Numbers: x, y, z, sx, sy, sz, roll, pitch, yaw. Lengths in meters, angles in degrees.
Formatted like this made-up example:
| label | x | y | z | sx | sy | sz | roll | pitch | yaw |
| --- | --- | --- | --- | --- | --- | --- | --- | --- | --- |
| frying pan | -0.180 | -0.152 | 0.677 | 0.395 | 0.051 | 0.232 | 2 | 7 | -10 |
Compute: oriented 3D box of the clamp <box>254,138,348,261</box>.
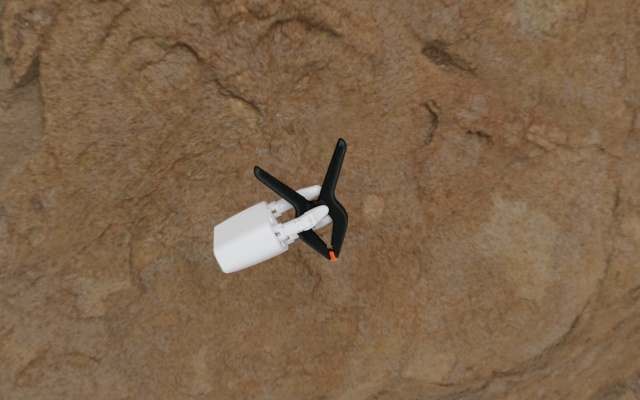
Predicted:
| label | x | y | z | sx | sy | sz | roll | pitch | yaw |
| --- | --- | --- | --- | --- | --- | --- | --- | --- | --- |
| clamp | 0.000 | 0.003 | 0.831 | 0.164 | 0.210 | 0.036 | -25 | 11 | 2 |
